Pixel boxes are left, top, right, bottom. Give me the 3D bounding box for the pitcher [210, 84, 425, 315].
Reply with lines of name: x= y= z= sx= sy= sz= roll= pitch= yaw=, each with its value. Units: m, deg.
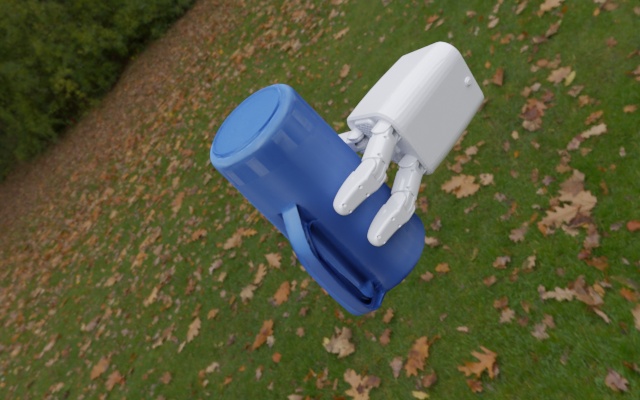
pitcher: x=0.000 y=0.002 z=0.515 sx=0.243 sy=0.145 sz=0.149 roll=44 pitch=-10 yaw=-33
